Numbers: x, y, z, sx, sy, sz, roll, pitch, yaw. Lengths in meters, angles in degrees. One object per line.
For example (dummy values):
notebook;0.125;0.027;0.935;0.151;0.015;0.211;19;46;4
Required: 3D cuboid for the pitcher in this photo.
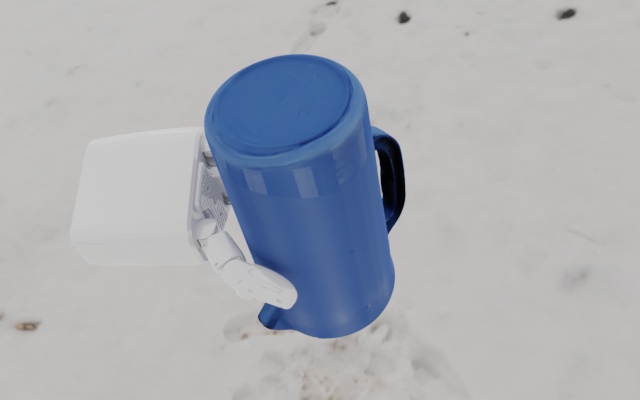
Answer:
pitcher;0.000;0.001;0.401;0.145;0.149;0.243;-1;-37;9
